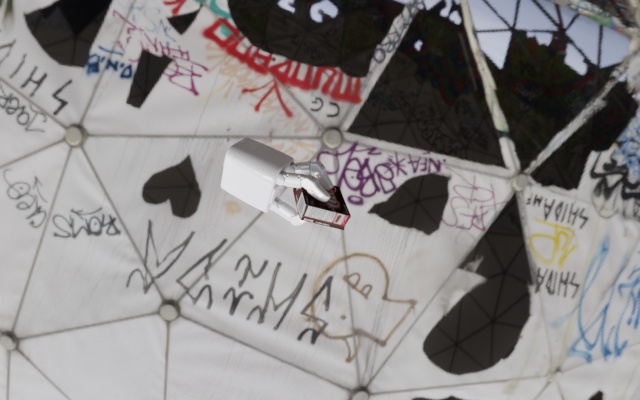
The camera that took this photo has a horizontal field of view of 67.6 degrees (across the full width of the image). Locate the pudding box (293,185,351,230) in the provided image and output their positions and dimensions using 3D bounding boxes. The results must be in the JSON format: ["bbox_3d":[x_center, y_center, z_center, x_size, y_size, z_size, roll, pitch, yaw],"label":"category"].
[{"bbox_3d":[0.000,0.003,0.897,0.090,0.039,0.113,14,30,-19],"label":"pudding box"}]
